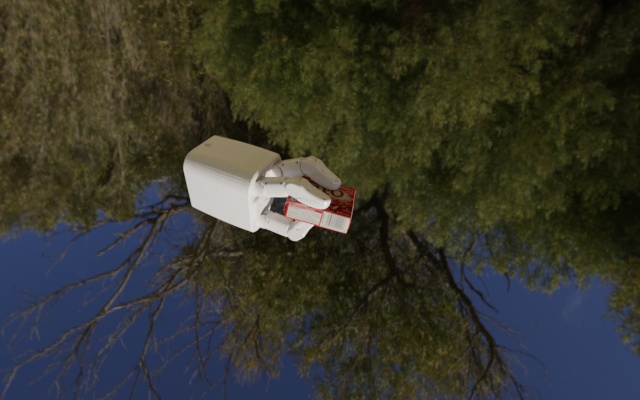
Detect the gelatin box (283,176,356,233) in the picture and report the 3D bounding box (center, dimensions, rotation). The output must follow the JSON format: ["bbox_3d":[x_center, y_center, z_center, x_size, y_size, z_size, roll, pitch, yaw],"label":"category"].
[{"bbox_3d":[0.000,0.003,0.653,0.089,0.030,0.073,15,34,-1],"label":"gelatin box"}]
